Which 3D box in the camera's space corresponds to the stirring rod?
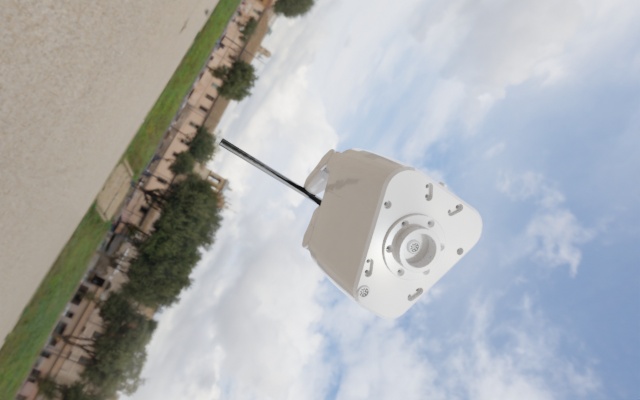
[{"bbox_3d":[0.000,0.002,0.504,0.239,0.011,0.011,31,-12,-20],"label":"stirring rod"}]
